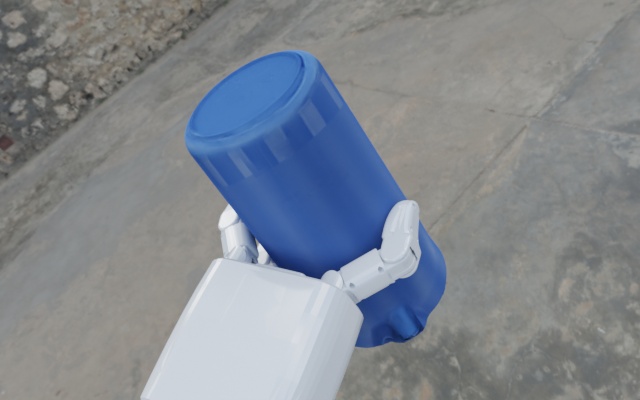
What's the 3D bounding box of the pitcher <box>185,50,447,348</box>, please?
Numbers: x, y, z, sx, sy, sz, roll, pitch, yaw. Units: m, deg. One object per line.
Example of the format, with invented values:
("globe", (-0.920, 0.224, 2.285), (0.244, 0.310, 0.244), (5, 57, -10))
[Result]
("pitcher", (0.000, 0.001, 0.400), (0.149, 0.145, 0.243), (-2, -42, 36))
